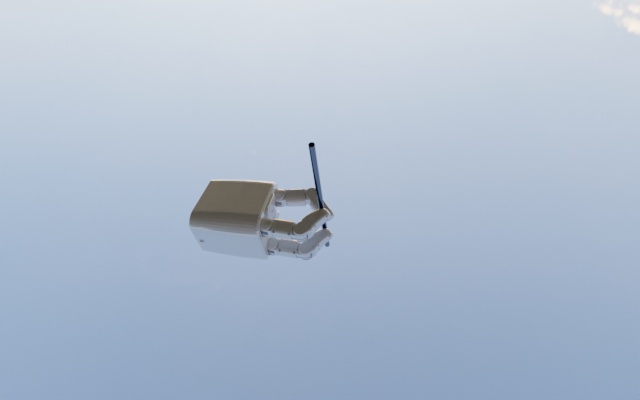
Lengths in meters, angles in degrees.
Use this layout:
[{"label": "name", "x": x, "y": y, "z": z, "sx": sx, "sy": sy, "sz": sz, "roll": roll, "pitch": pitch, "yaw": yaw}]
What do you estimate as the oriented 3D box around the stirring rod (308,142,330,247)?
[{"label": "stirring rod", "x": 0.000, "y": 0.002, "z": 0.666, "sx": 0.011, "sy": 0.011, "sz": 0.240, "roll": 0, "pitch": -35, "yaw": 6}]
